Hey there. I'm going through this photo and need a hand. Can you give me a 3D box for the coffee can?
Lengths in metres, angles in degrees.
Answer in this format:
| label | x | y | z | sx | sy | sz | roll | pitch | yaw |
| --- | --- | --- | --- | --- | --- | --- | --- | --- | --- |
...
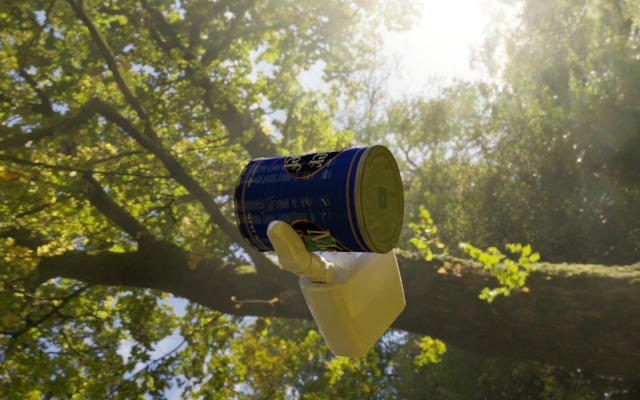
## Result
| label | x | y | z | sx | sy | sz | roll | pitch | yaw |
| --- | --- | --- | --- | --- | --- | --- | --- | --- | --- |
| coffee can | 0.000 | 0.001 | 0.480 | 0.140 | 0.103 | 0.103 | -3 | -2 | 30 |
